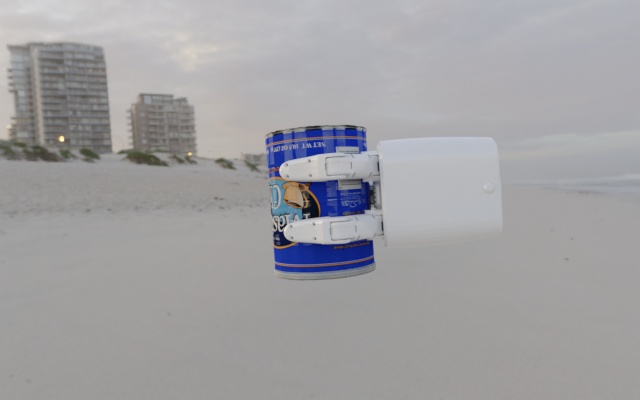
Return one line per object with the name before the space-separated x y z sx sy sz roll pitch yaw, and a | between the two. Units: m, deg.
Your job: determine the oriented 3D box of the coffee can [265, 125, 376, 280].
coffee can | 0.000 0.002 0.481 0.103 0.140 0.103 -4 1 0
